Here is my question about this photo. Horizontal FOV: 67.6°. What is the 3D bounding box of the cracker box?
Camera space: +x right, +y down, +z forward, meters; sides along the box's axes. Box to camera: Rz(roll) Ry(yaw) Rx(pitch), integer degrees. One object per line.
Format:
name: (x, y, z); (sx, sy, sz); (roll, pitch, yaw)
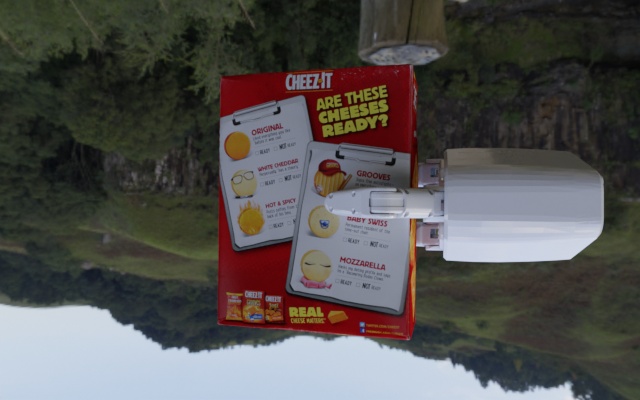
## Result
cracker box: (0.000, 0.002, 0.414); (0.164, 0.213, 0.072); (0, -1, 14)
